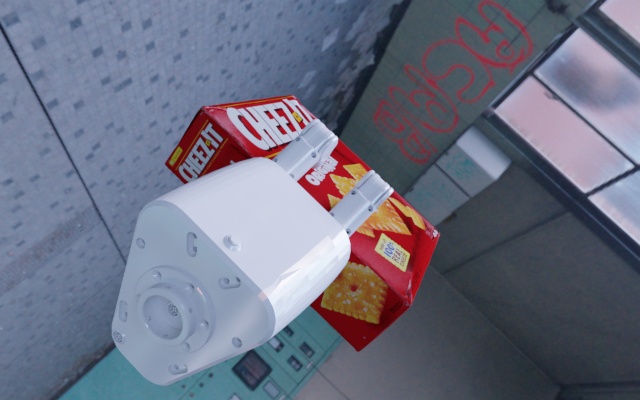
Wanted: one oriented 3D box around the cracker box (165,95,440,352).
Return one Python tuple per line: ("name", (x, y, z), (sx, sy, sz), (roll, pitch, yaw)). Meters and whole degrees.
("cracker box", (0.000, 0.002, 0.426), (0.072, 0.213, 0.164), (-49, -6, 25))
